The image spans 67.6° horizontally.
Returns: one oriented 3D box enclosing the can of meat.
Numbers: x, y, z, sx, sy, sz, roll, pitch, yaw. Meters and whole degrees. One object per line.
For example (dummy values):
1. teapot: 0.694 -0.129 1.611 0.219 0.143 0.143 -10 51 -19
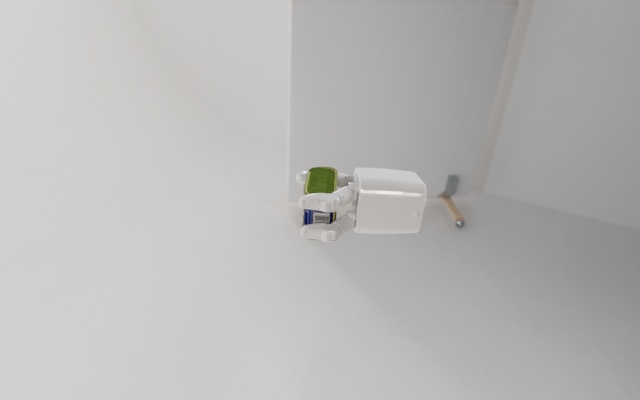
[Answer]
1. can of meat: 0.000 0.002 0.792 0.057 0.084 0.102 4 33 2
